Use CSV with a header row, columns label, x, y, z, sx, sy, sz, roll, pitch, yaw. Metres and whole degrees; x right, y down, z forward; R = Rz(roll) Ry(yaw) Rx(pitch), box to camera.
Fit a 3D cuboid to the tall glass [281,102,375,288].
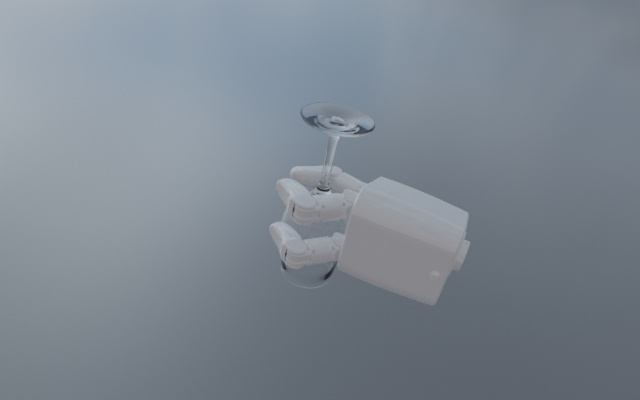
label,x,y,z,sx,sy,sz,roll,pitch,yaw
tall glass,0.000,0.001,0.517,0.079,0.201,0.079,8,33,-6
